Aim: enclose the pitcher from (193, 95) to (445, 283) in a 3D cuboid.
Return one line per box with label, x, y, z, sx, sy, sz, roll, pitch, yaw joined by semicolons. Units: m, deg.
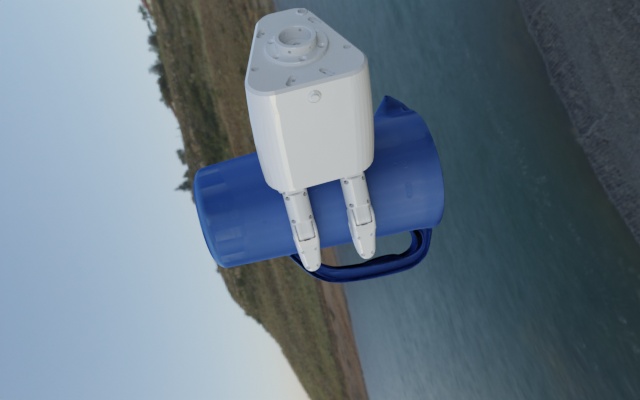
pitcher;0.000;0.002;0.510;0.243;0.149;0.145;-14;-38;-5
